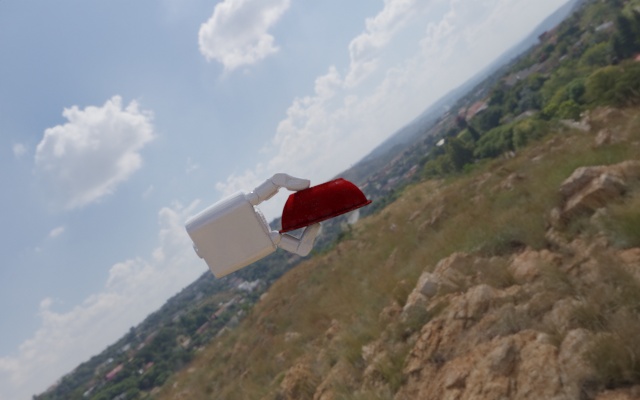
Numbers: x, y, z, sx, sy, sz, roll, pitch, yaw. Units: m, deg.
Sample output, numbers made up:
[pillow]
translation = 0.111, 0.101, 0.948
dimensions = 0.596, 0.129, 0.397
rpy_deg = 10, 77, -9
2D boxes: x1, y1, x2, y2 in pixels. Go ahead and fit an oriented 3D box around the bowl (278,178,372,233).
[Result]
[bowl]
translation = 0.001, 0.002, 0.778
dimensions = 0.162, 0.055, 0.162
rpy_deg = -18, 0, 0
